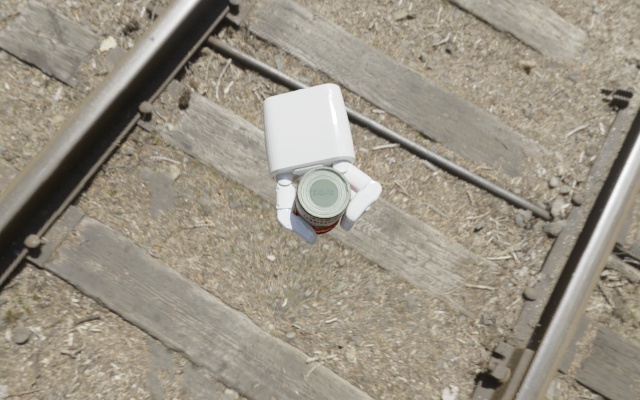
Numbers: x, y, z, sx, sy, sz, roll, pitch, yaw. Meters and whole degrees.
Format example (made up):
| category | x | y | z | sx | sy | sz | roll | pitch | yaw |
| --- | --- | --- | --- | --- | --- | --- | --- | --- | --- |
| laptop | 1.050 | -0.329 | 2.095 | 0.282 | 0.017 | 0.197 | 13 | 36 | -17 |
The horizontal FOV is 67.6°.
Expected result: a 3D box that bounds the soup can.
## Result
| category | x | y | z | sx | sy | sz | roll | pitch | yaw |
| --- | --- | --- | --- | --- | --- | --- | --- | --- | --- |
| soup can | 0.000 | 0.002 | 0.621 | 0.068 | 0.068 | 0.102 | 0 | -14 | -5 |
